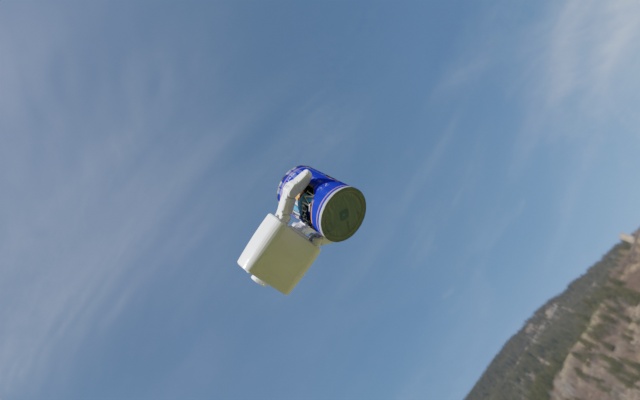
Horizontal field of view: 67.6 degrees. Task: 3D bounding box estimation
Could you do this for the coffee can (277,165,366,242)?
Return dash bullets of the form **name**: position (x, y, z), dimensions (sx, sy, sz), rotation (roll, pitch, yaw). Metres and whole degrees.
- **coffee can**: position (0.000, 0.003, 0.881), dimensions (0.103, 0.103, 0.140), rotation (0, 19, -39)
